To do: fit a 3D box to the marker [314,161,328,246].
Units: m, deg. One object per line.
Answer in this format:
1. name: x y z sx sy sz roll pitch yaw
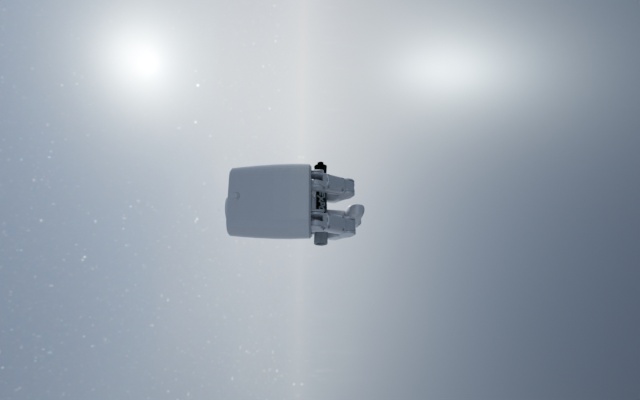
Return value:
1. marker: 0.000 0.002 0.661 0.020 0.121 0.020 0 -20 0
